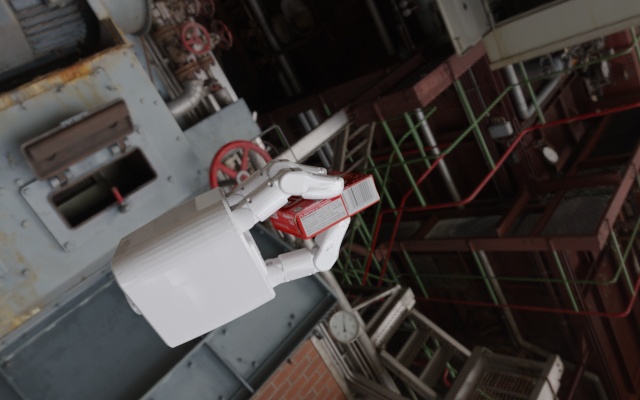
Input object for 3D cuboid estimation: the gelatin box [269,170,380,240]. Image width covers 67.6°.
[{"bbox_3d":[0.001,0.002,0.464,0.089,0.030,0.073,-27,18,-22],"label":"gelatin box"}]
